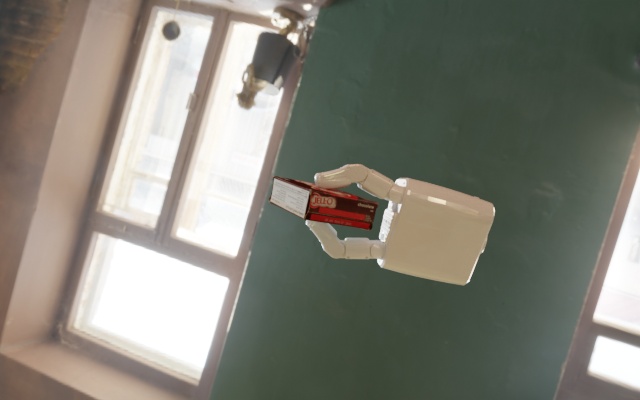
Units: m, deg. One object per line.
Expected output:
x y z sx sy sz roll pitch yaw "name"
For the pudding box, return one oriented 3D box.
0.000 0.002 0.569 0.090 0.039 0.113 12 3 -29 "pudding box"
